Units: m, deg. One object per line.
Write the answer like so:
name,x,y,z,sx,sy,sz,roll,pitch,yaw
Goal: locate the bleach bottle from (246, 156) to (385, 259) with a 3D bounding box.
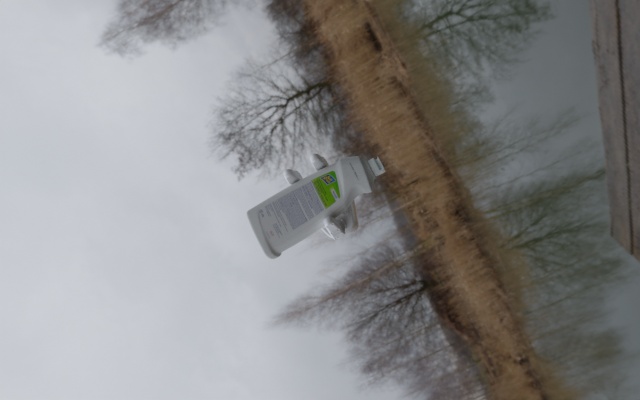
bleach bottle,0.000,0.003,0.838,0.251,0.102,0.068,-28,-9,9
